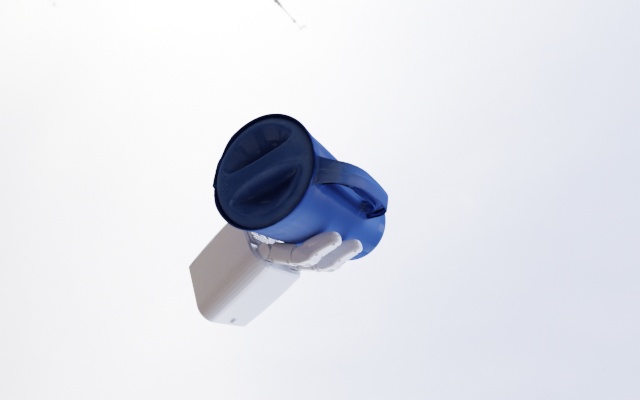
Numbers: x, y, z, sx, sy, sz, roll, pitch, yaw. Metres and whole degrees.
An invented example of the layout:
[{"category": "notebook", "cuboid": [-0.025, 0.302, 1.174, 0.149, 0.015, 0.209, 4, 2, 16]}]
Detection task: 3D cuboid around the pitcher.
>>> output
[{"category": "pitcher", "cuboid": [0.000, 0.002, 0.596, 0.149, 0.145, 0.243, 51, 11, 33]}]
